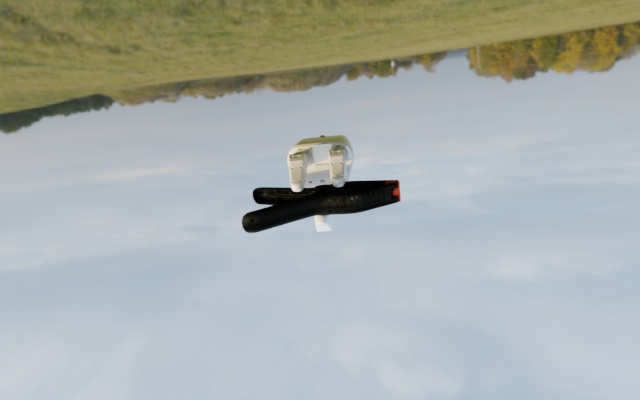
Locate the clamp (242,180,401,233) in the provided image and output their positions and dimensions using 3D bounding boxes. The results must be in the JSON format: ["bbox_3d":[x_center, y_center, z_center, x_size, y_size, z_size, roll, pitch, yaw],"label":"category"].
[{"bbox_3d":[0.001,0.003,0.621,0.210,0.036,0.164,-5,15,5],"label":"clamp"}]
